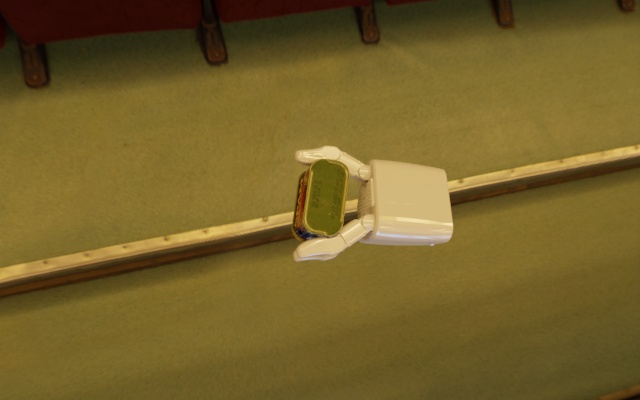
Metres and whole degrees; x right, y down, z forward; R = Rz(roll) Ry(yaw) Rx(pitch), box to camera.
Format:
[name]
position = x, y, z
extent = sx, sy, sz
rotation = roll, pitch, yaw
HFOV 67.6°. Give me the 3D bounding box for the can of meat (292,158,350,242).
[can of meat]
position = 0.000, 0.002, 0.623
extent = 0.057, 0.102, 0.084
rotation = 9, -11, -9
